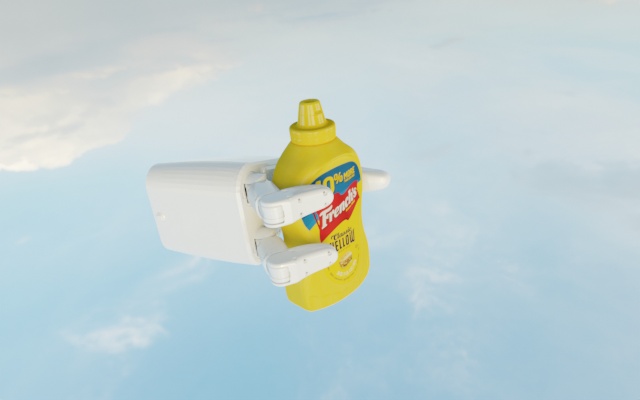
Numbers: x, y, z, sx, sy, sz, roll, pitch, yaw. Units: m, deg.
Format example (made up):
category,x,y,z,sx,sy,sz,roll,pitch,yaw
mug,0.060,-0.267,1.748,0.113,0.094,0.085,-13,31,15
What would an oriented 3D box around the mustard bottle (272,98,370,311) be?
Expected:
category,x,y,z,sx,sy,sz,roll,pitch,yaw
mustard bottle,0.000,0.002,0.445,0.096,0.192,0.058,-27,32,-36
